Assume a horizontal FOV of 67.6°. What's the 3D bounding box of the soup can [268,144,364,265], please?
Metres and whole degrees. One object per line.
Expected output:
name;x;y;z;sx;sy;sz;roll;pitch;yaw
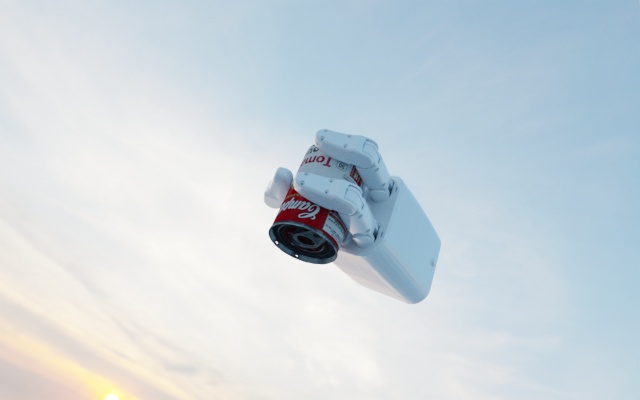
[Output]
soup can;0.000;0.001;0.465;0.068;0.102;0.069;16;-32;11
